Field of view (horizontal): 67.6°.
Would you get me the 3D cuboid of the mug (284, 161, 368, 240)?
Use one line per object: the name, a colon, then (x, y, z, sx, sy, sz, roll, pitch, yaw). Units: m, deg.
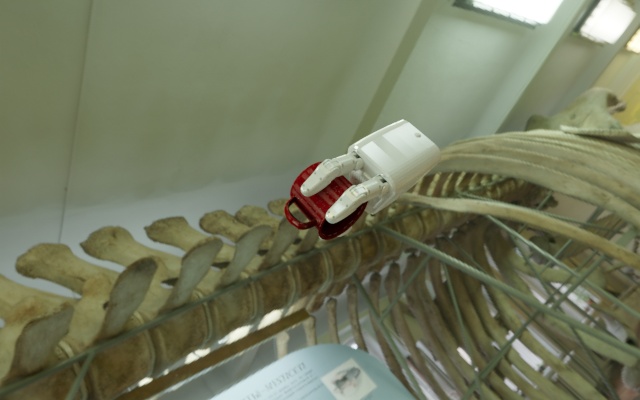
mug: (-0.001, 0.003, 0.696, 0.117, 0.081, 0.093, -30, -30, -26)
